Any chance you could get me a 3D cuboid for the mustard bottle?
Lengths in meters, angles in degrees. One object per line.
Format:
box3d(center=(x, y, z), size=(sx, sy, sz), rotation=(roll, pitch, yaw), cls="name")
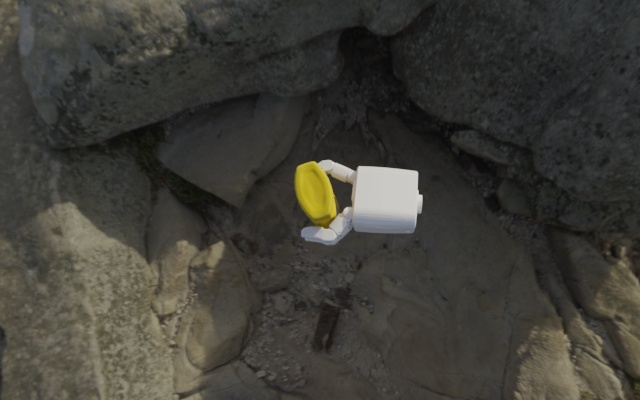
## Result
box3d(center=(0.000, 0.003, 0.840), size=(0.058, 0.096, 0.192), rotation=(-19, -14, 3), cls="mustard bottle")
